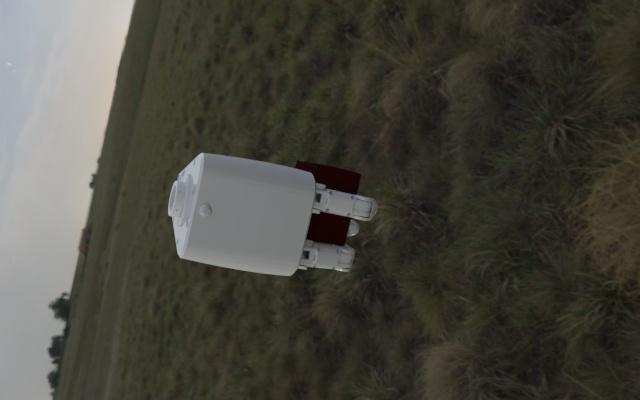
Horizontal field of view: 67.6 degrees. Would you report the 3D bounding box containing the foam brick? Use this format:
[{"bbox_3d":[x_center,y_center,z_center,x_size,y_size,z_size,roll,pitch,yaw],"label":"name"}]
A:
[{"bbox_3d":[0.000,0.001,0.490,0.051,0.078,0.053,11,3,-27],"label":"foam brick"}]
